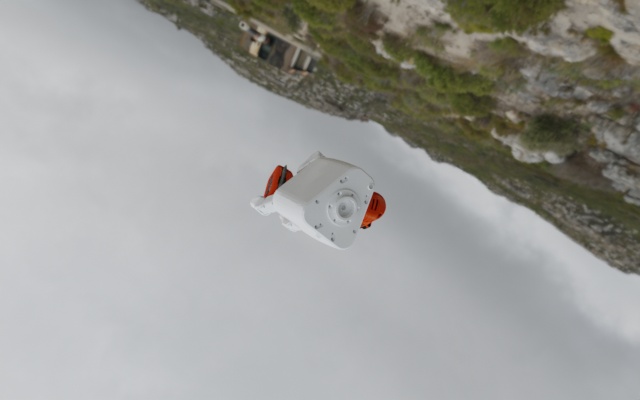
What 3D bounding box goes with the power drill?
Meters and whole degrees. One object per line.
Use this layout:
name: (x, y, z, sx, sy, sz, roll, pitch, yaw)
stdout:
power drill: (0.000, 0.003, 0.809, 0.187, 0.057, 0.184, 15, -15, -10)
